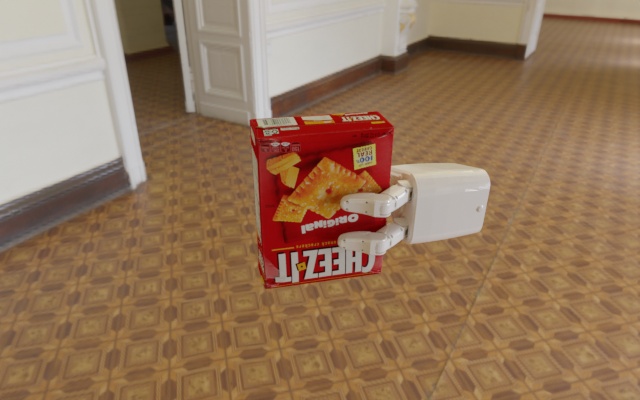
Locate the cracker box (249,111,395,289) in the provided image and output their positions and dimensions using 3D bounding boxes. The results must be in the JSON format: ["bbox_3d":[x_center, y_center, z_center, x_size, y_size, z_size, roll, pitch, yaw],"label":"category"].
[{"bbox_3d":[0.000,0.002,0.607,0.164,0.214,0.072,-6,29,-11],"label":"cracker box"}]
